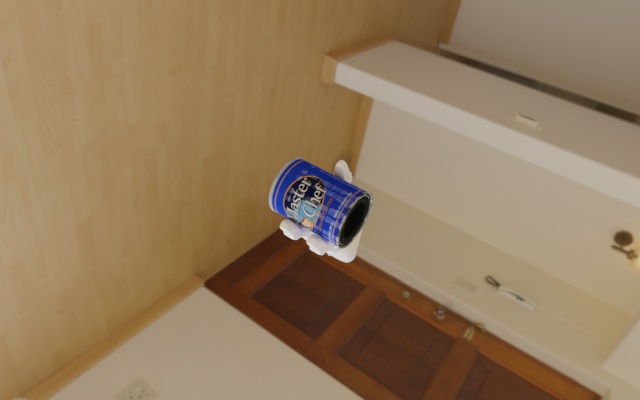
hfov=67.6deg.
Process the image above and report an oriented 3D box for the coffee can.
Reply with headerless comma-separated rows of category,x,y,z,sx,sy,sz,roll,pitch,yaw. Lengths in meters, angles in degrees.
coffee can,0.000,0.002,0.793,0.140,0.103,0.103,28,12,23
